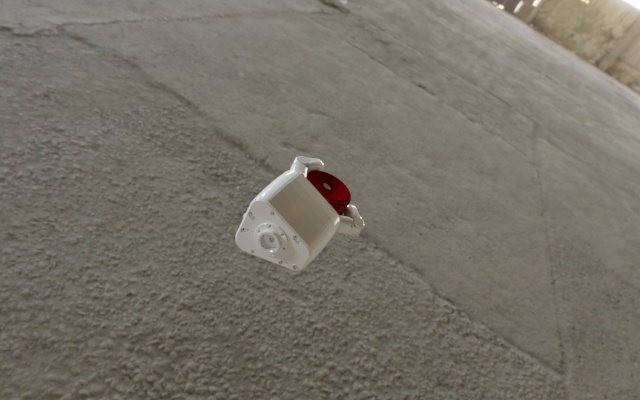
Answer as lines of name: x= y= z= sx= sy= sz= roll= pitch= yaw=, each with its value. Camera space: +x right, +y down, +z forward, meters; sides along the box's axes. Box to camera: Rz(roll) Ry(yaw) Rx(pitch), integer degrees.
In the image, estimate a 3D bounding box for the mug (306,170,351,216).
mug: x=0.001 y=0.002 z=0.766 sx=0.093 sy=0.081 sz=0.117 roll=34 pitch=32 yaw=5
